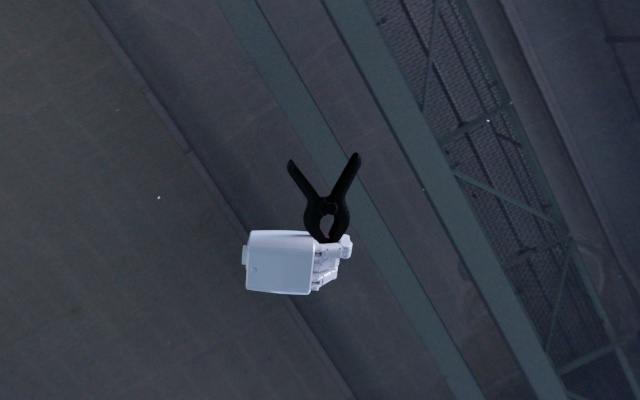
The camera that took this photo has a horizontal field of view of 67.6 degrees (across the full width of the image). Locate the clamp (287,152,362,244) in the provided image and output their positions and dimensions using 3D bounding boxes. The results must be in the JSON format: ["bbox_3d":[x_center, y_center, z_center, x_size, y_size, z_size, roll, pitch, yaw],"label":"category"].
[{"bbox_3d":[0.000,0.002,0.779,0.120,0.171,0.039,3,17,-9],"label":"clamp"}]
